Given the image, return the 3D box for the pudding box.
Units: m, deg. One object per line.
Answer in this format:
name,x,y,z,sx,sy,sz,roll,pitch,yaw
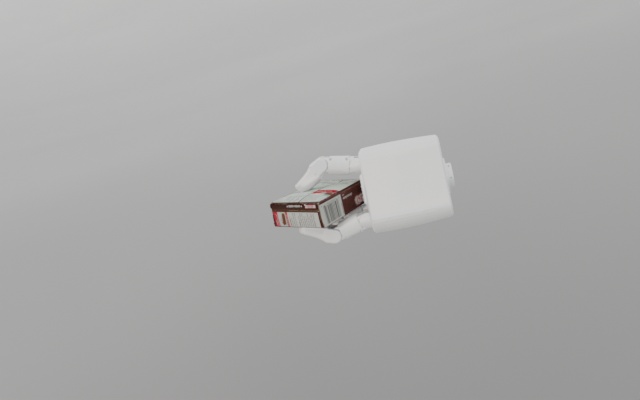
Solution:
pudding box,0.000,0.002,0.666,0.090,0.039,0.113,-2,16,39
